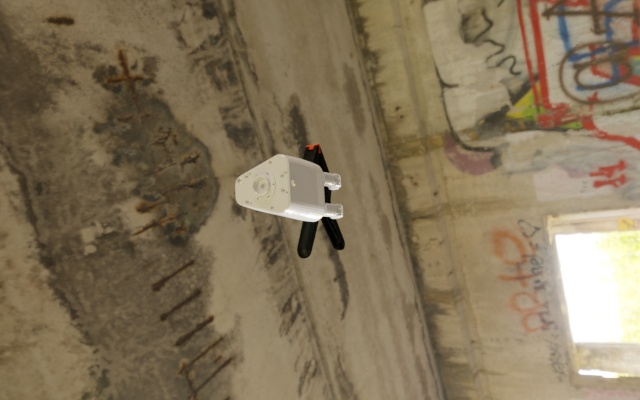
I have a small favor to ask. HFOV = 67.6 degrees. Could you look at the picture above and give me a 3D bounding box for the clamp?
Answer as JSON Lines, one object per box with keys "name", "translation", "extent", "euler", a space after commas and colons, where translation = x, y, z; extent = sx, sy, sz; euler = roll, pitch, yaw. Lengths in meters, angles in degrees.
{"name": "clamp", "translation": [-0.001, 0.002, 0.885], "extent": [0.036, 0.210, 0.164], "euler": [-7, -10, 25]}
